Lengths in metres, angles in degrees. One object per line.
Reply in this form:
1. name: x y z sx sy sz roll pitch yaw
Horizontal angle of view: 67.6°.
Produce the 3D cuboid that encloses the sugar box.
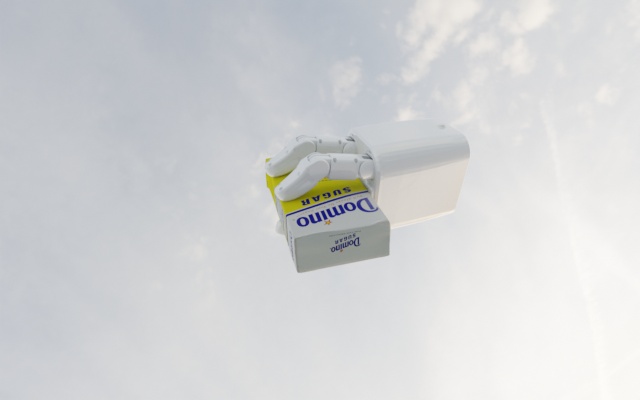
1. sugar box: 0.000 0.001 0.506 0.093 0.048 0.176 -10 28 -12
